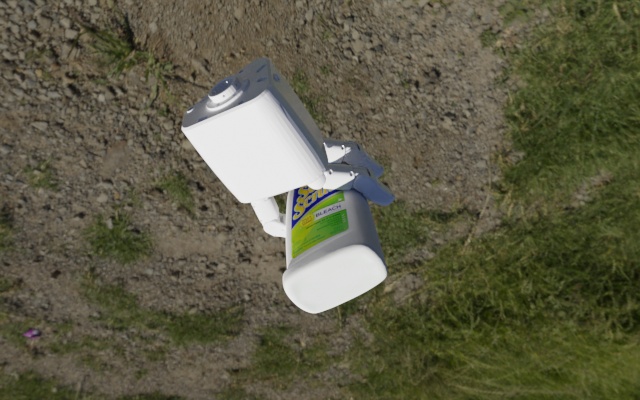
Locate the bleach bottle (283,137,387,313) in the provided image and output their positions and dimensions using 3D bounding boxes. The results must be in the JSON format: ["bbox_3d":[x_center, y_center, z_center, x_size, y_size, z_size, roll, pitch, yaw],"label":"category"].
[{"bbox_3d":[0.000,0.002,0.551,0.102,0.068,0.250,-27,37,11],"label":"bleach bottle"}]
